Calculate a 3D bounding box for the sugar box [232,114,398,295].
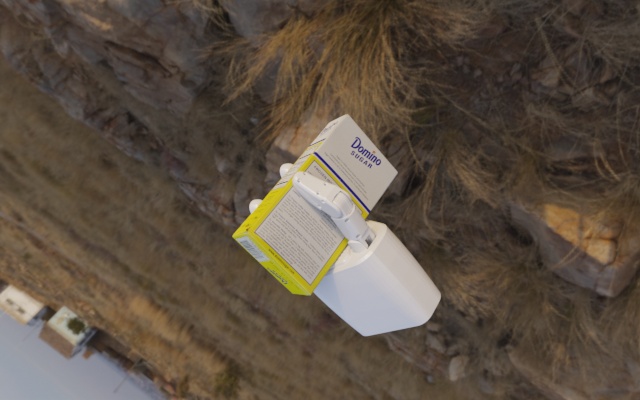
[{"bbox_3d":[0.000,0.002,0.504,0.176,0.093,0.048,-52,19,-28],"label":"sugar box"}]
